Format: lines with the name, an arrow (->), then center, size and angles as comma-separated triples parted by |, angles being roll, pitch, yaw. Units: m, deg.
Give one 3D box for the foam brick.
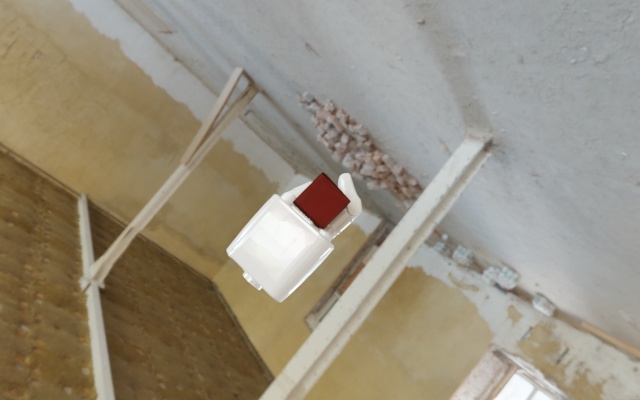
foam brick -> 0.000, 0.002, 0.626 | 0.051, 0.053, 0.078 | -44, 1, -5
